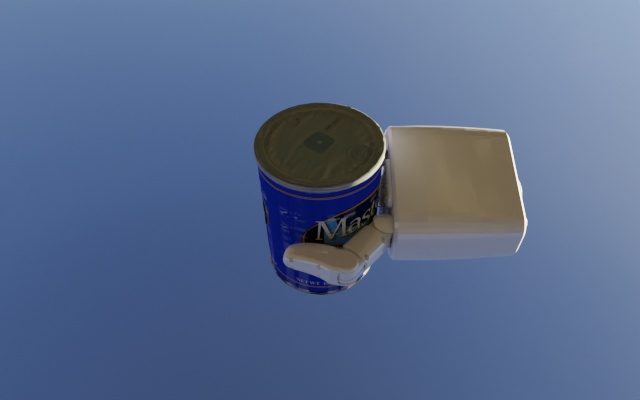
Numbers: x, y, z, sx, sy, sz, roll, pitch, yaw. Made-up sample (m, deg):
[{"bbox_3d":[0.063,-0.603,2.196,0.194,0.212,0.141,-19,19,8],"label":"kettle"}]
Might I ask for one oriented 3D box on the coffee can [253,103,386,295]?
[{"bbox_3d":[0.000,0.001,0.421,0.103,0.102,0.140,0,-43,1],"label":"coffee can"}]
